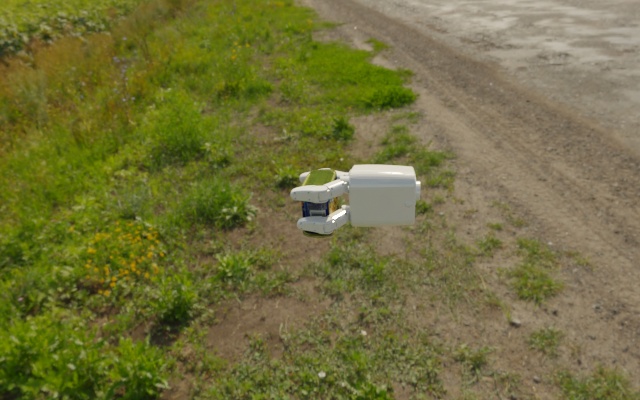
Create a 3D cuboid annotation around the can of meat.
[{"bbox_3d":[0.000,0.002,0.828,0.057,0.084,0.102,2,29,11],"label":"can of meat"}]
